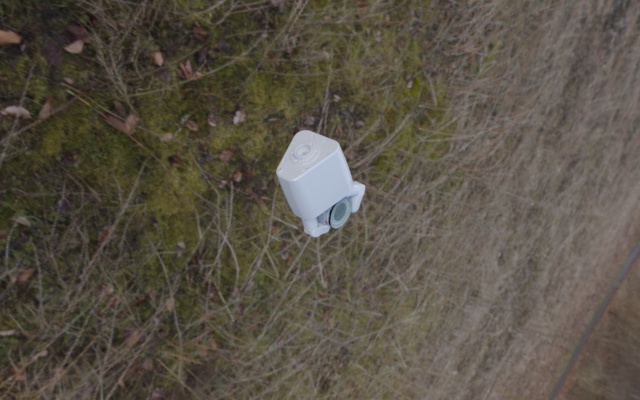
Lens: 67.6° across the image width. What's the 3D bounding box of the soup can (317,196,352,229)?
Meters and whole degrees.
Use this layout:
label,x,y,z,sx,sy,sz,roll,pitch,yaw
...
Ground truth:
label,x,y,z,sx,sy,sz,roll,pitch,yaw
soup can,0.000,0.003,0.896,0.102,0.068,0.068,26,14,32
